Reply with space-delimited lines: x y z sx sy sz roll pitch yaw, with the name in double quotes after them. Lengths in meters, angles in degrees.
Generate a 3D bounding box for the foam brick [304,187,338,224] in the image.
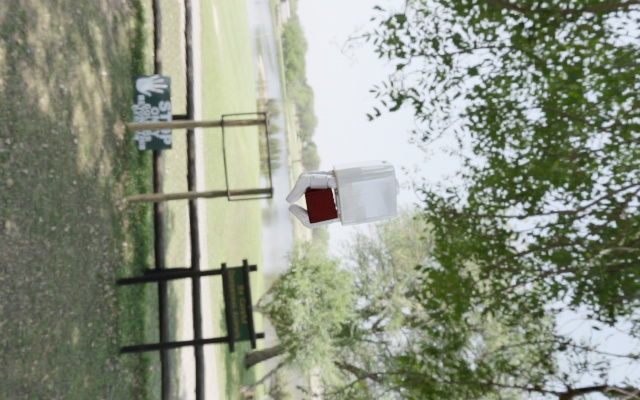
0.000 0.003 0.861 0.051 0.053 0.078 -11 15 0 "foam brick"
